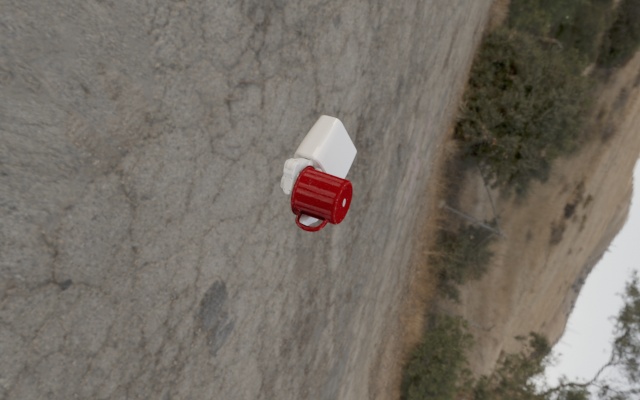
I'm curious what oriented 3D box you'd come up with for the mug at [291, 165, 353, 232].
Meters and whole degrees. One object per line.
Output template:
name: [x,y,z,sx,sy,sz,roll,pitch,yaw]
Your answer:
mug: [0.000,0.004,0.833,0.081,0.117,0.093,18,-27,21]
